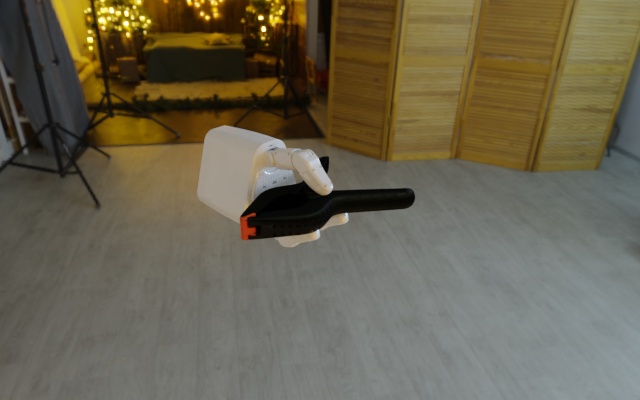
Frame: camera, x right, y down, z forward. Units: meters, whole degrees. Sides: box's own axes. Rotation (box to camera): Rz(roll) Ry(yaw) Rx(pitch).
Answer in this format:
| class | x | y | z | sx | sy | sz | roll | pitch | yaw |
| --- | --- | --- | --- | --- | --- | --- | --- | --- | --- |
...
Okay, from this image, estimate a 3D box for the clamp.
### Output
| class | x | y | z | sx | sy | sz | roll | pitch | yaw |
| --- | --- | --- | --- | --- | --- | --- | --- | --- | --- |
| clamp | 0.000 | 0.001 | 0.570 | 0.164 | 0.036 | 0.210 | 20 | 33 | 36 |
